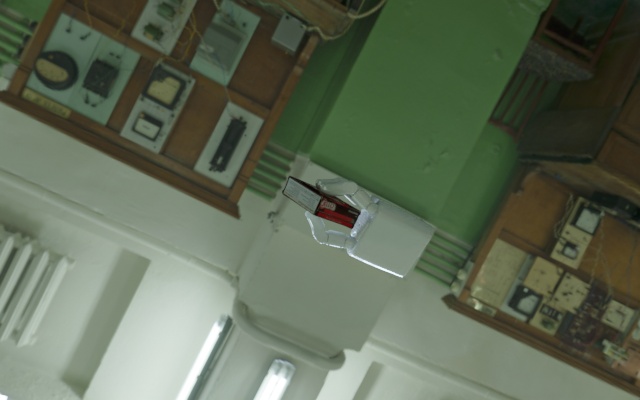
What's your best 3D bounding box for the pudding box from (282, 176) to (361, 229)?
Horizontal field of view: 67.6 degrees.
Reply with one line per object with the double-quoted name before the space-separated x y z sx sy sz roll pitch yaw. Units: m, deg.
"pudding box" 0.000 0.003 0.805 0.090 0.039 0.113 23 4 -38
